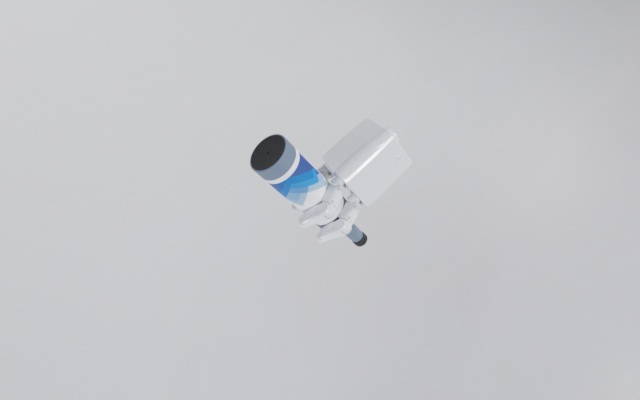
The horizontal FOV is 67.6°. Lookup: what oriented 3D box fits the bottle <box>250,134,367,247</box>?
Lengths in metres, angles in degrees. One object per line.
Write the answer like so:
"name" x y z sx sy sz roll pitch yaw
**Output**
"bottle" 0.000 0.003 0.793 0.069 0.069 0.296 0 -29 36
